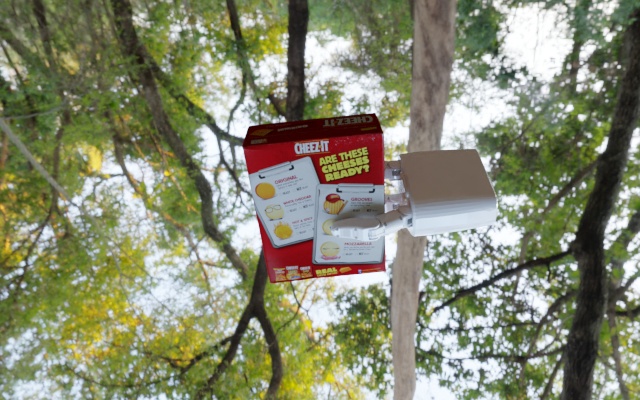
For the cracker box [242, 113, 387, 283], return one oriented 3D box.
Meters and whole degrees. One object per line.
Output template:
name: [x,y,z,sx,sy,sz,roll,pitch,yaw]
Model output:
cracker box: [0.000,0.002,0.622,0.164,0.214,0.072,-6,33,1]
